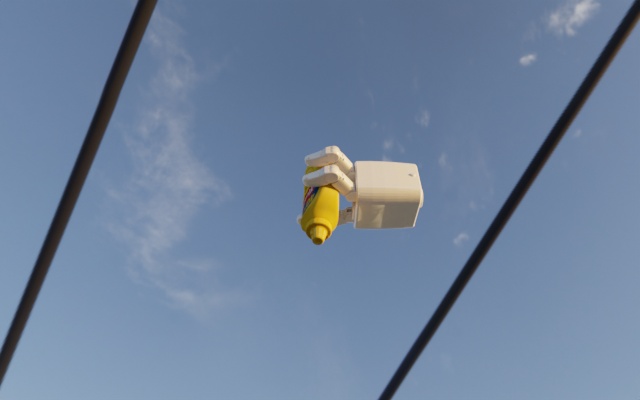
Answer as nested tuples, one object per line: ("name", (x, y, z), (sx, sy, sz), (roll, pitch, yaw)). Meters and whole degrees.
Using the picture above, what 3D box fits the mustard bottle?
("mustard bottle", (0.000, 0.002, 0.802), (0.058, 0.096, 0.191), (20, 37, -13))
